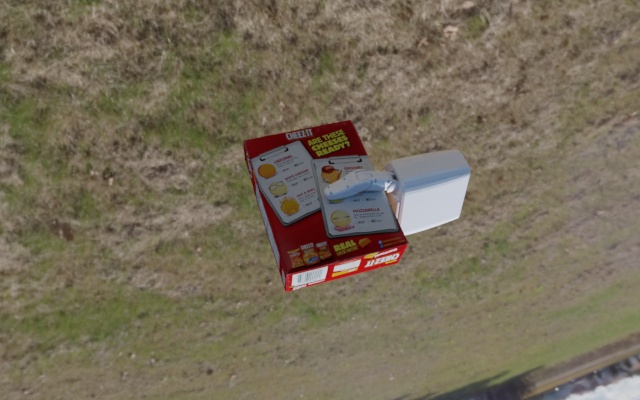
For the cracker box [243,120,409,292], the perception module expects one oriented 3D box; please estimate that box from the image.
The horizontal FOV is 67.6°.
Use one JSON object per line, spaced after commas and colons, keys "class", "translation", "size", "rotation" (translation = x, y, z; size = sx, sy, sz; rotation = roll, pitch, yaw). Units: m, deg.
{"class": "cracker box", "translation": [0.000, 0.002, 0.657], "size": [0.164, 0.213, 0.072], "rotation": [-13, -30, -15]}
